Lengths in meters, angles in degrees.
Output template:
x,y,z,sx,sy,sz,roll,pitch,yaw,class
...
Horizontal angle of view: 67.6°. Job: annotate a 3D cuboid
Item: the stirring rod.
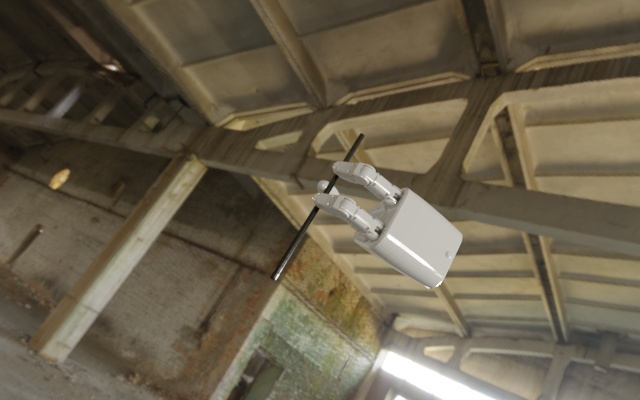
x,y,z,sx,sy,sz,roll,pitch,yaw,class
0.000,0.002,0.636,0.011,0.239,0.011,27,-22,12,stirring rod
